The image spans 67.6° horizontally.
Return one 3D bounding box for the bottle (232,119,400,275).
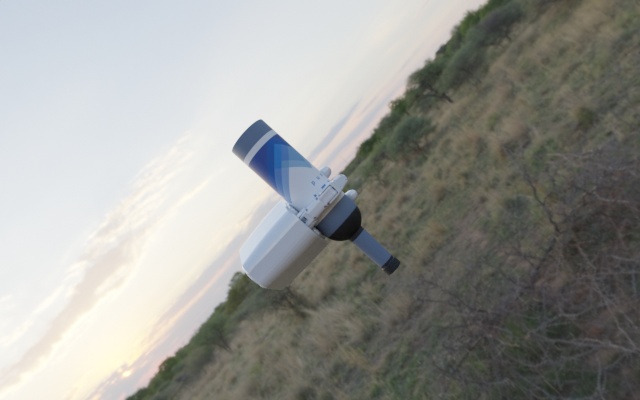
[{"bbox_3d":[0.000,0.002,0.707,0.295,0.069,0.069,42,0,1],"label":"bottle"}]
